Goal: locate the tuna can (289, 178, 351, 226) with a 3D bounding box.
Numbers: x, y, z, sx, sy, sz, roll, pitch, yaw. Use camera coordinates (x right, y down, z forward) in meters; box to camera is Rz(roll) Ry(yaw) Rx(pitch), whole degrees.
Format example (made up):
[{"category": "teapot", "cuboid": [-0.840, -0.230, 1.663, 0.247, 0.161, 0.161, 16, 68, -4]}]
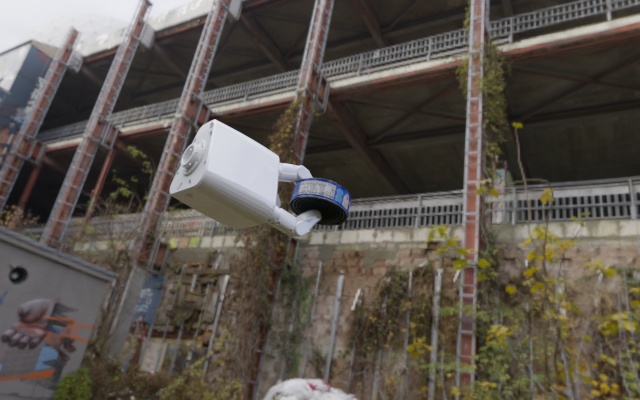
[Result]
[{"category": "tuna can", "cuboid": [0.000, 0.002, 0.692, 0.086, 0.033, 0.086, 11, -27, 6]}]
